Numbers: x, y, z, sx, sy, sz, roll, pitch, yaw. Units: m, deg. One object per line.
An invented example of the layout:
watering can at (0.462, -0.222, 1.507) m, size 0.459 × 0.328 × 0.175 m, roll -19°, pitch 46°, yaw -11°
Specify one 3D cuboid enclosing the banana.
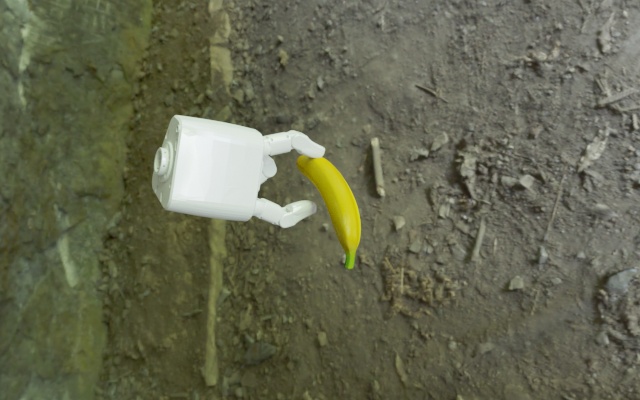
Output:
banana at (0.010, -0.008, 0.632) m, size 0.037 × 0.197 × 0.070 m, roll 7°, pitch -46°, yaw -34°
